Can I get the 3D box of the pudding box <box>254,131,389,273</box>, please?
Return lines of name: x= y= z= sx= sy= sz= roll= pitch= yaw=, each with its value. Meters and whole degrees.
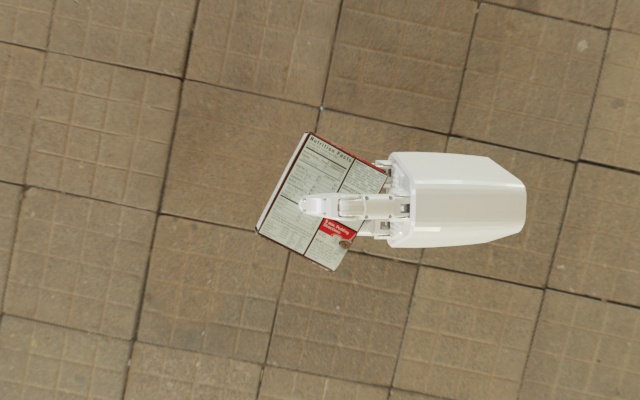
pudding box: x=0.000 y=0.002 z=0.466 sx=0.090 sy=0.113 sz=0.039 roll=28 pitch=1 yaw=-9
